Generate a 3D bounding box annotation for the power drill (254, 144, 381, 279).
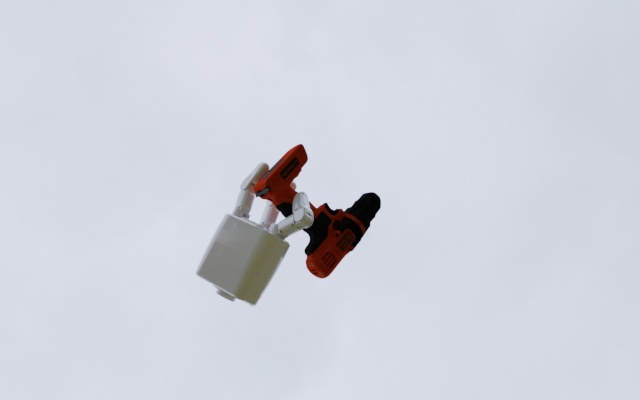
[{"bbox_3d":[0.000,0.002,0.770,0.184,0.188,0.057,-49,14,-30],"label":"power drill"}]
